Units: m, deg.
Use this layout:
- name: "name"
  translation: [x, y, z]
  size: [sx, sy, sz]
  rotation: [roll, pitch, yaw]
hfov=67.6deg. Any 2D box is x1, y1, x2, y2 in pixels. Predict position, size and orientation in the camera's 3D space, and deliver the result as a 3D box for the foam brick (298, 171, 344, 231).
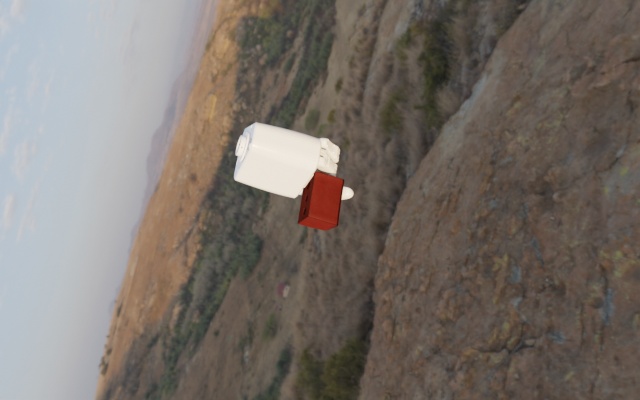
- name: "foam brick"
  translation: [0.000, 0.003, 0.754]
  size: [0.051, 0.078, 0.053]
  rotation: [15, -20, -19]
